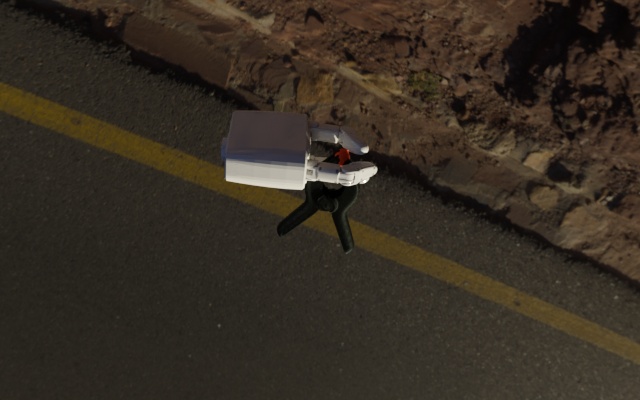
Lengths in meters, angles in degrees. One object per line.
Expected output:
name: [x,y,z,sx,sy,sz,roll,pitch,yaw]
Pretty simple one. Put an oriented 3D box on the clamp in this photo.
clamp: [0.000,0.002,0.696,0.120,0.172,0.039,4,31,-5]
